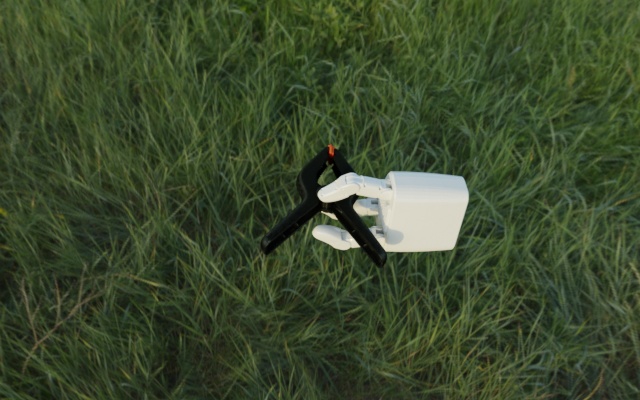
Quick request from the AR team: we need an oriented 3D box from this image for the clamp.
[{"bbox_3d":[0.000,0.001,0.673,0.164,0.209,0.036,2,-40,-8],"label":"clamp"}]
